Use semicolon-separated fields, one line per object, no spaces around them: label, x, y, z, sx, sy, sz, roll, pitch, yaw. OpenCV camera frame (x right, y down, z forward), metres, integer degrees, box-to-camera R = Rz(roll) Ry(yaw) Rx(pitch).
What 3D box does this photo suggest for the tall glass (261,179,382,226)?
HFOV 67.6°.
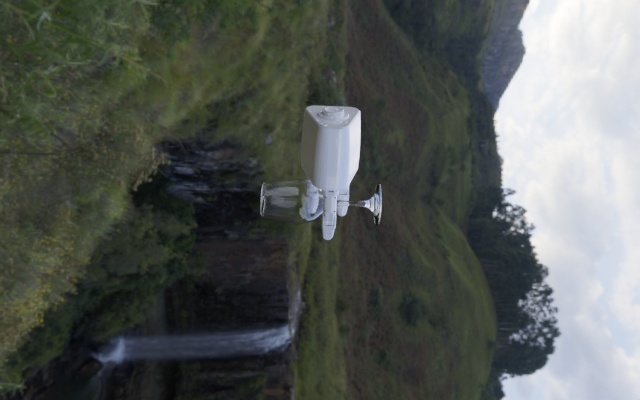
tall glass;0.001;0.003;0.822;0.201;0.079;0.079;2;0;-1
